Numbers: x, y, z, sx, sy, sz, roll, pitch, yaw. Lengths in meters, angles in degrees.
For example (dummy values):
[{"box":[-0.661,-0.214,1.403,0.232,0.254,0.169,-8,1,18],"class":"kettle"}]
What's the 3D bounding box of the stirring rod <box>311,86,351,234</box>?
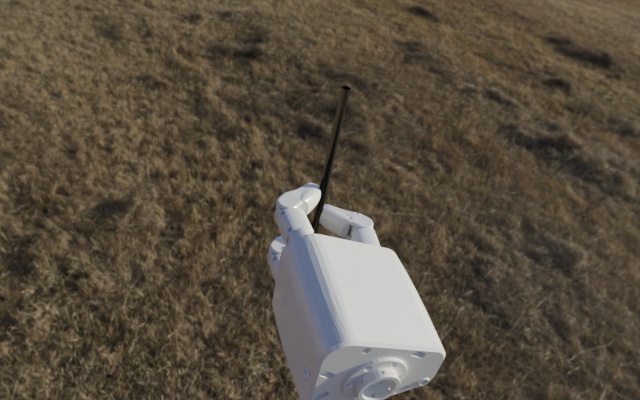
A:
[{"box":[0.000,0.002,0.469,0.011,0.240,0.011,8,36,-6],"class":"stirring rod"}]
